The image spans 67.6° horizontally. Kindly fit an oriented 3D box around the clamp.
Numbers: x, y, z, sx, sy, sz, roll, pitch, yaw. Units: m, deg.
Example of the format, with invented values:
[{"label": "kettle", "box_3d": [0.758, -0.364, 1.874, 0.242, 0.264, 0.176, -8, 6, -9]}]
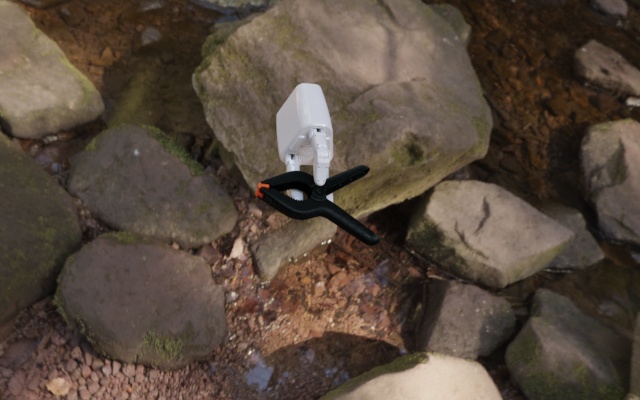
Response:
[{"label": "clamp", "box_3d": [0.000, 0.002, 0.790, 0.210, 0.164, 0.036, 2, -38, -18]}]
